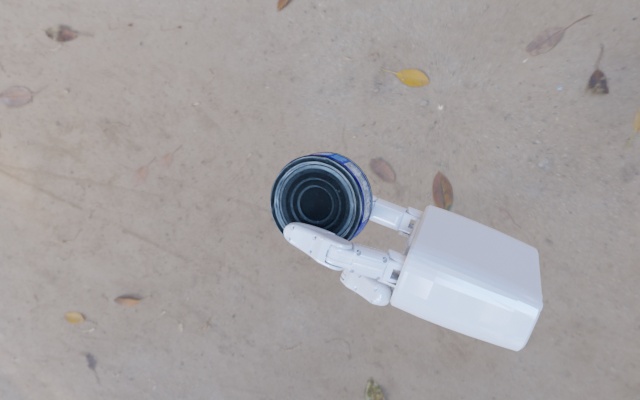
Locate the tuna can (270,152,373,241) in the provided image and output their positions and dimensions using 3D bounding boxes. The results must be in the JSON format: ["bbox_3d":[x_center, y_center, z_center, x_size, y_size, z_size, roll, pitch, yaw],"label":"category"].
[{"bbox_3d":[0.000,0.001,0.415,0.086,0.086,0.033,0,9,19],"label":"tuna can"}]
